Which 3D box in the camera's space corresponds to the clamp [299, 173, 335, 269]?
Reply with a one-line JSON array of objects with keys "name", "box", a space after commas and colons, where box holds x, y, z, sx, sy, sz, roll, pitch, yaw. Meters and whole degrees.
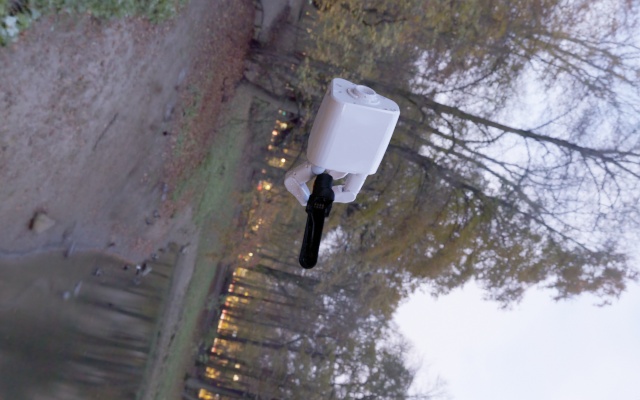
[{"name": "clamp", "box": [0.001, 0.002, 0.680, 0.039, 0.120, 0.171, 17, 33, -8]}]
